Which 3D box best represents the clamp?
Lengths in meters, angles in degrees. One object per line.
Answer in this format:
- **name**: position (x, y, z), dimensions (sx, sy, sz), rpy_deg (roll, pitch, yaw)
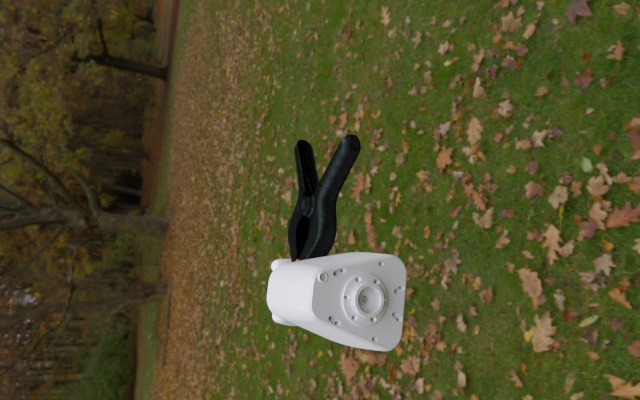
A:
- **clamp**: position (-0.001, 0.002, 0.554), dimensions (0.039, 0.171, 0.120), rpy_deg (7, -10, -28)
